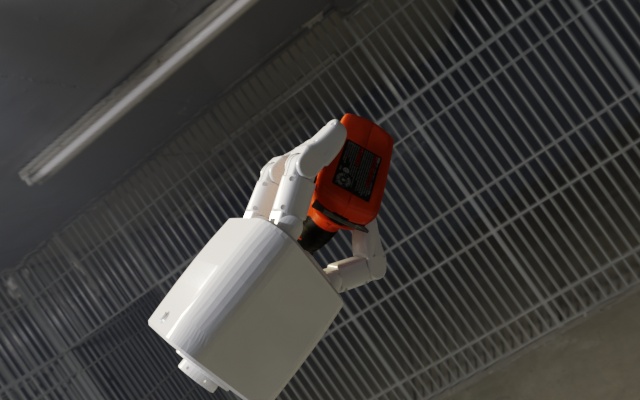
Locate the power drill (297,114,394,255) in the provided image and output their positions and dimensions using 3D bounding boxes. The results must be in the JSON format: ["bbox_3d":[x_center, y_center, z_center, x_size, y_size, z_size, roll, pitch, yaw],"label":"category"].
[{"bbox_3d":[0.000,0.002,0.474,0.057,0.184,0.188,25,-37,-11],"label":"power drill"}]
